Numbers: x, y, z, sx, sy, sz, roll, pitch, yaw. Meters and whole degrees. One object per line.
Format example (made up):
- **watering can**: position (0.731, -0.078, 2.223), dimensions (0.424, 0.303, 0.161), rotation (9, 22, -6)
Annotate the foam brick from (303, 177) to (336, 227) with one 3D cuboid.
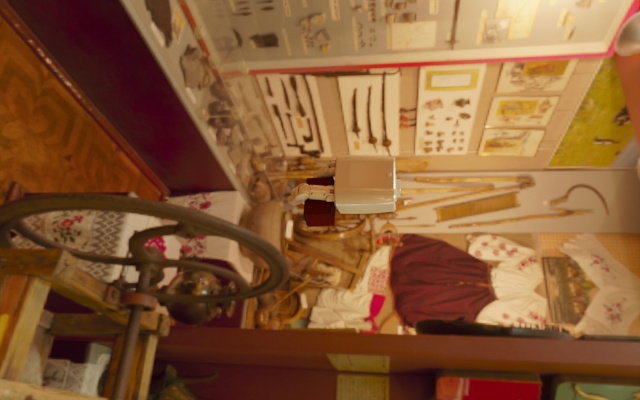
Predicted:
- **foam brick**: position (0.000, 0.003, 0.876), dimensions (0.051, 0.078, 0.053), rotation (0, -28, 8)
